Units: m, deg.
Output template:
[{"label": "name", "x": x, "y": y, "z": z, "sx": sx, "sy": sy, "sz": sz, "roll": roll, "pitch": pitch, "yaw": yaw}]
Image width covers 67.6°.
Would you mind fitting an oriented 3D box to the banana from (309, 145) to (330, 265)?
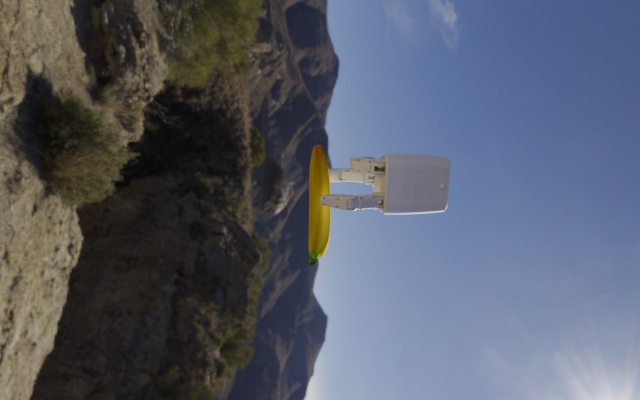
[{"label": "banana", "x": -0.001, "y": 0.009, "z": 0.800, "sx": 0.037, "sy": 0.197, "sz": 0.069, "roll": 1, "pitch": -11, "yaw": -2}]
